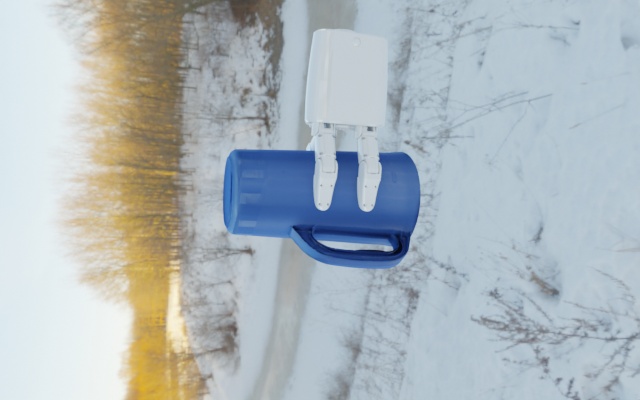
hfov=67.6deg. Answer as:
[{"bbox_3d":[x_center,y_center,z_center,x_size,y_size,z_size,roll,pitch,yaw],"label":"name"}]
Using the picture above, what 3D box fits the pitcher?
[{"bbox_3d":[0.000,0.002,0.625,0.243,0.145,0.149,2,9,-17],"label":"pitcher"}]
